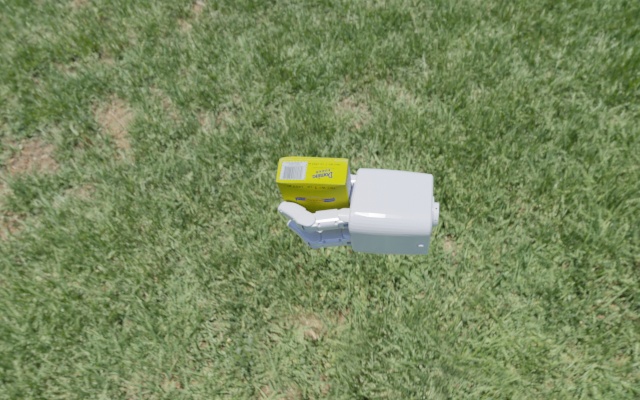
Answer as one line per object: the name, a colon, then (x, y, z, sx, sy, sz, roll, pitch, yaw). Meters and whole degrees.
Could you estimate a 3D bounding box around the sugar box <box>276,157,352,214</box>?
sugar box: (0.000, 0.003, 0.685, 0.093, 0.048, 0.176, 3, -29, 11)
